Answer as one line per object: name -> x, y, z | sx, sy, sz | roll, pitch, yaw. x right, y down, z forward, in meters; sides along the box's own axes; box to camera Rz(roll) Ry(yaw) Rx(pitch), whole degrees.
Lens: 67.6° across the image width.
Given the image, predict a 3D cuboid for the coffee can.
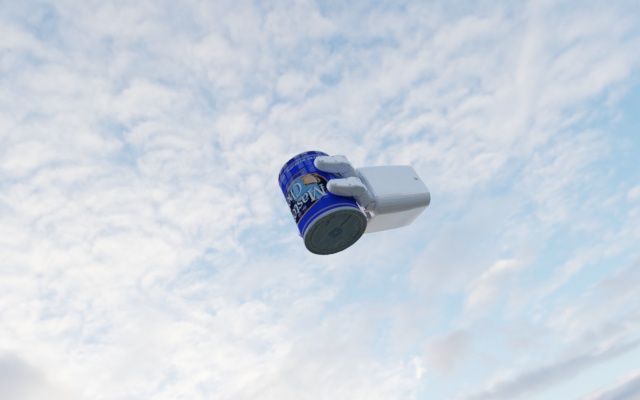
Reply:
coffee can -> 0.000, 0.003, 0.768 | 0.103, 0.103, 0.140 | 0, 43, -28
